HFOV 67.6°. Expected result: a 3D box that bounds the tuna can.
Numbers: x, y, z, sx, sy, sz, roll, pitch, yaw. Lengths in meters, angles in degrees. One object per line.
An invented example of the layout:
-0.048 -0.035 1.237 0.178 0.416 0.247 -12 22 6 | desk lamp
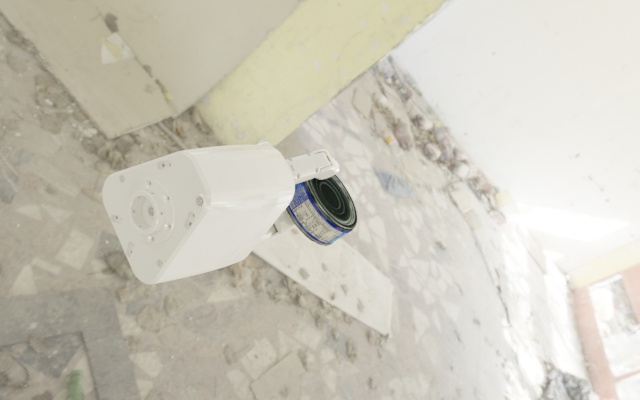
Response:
0.001 0.001 0.494 0.034 0.086 0.086 -34 -16 25 | tuna can
